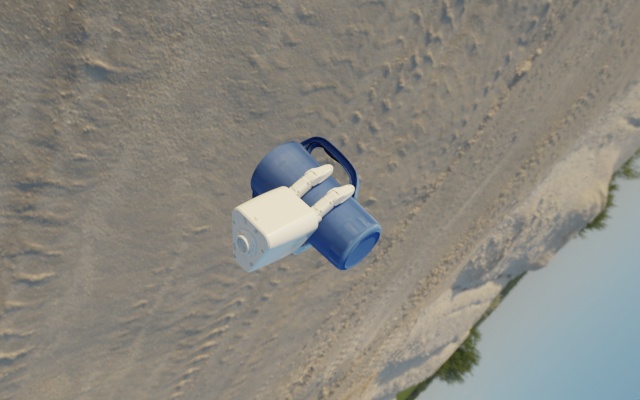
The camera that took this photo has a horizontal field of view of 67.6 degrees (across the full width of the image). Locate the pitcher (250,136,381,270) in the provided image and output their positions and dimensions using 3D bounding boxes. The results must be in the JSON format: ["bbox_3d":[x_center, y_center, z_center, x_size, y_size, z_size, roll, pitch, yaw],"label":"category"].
[{"bbox_3d":[0.000,0.003,0.881,0.145,0.149,0.242,-25,58,-41],"label":"pitcher"}]
